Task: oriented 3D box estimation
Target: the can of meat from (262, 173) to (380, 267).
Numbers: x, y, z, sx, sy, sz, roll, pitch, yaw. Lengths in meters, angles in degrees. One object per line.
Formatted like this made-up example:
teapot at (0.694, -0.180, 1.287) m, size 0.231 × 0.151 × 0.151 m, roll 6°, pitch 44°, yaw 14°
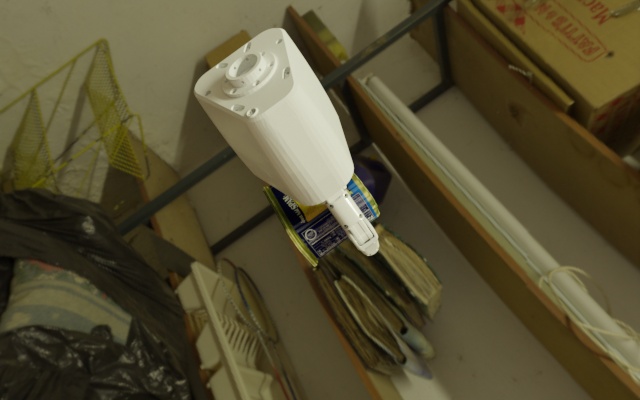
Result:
can of meat at (0.000, 0.001, 0.481) m, size 0.084 × 0.057 × 0.102 m, roll -36°, pitch 42°, yaw 0°
